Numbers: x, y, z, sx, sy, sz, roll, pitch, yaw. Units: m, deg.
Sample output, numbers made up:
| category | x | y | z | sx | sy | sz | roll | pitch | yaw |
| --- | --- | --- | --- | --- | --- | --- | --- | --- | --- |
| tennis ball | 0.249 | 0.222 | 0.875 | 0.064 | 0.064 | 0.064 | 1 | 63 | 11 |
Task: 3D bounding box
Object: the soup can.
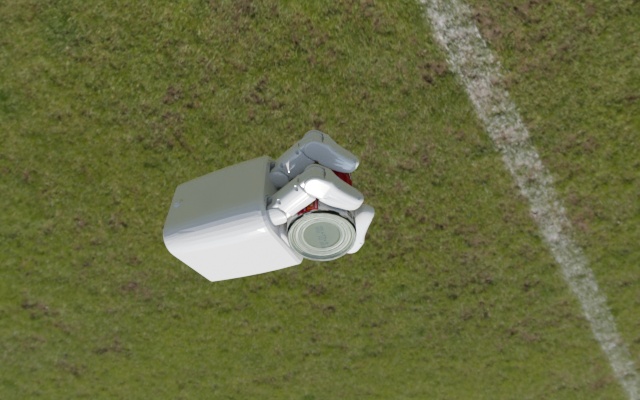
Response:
| category | x | y | z | sx | sy | sz | roll | pitch | yaw |
| --- | --- | --- | --- | --- | --- | --- | --- | --- | --- |
| soup can | 0.001 | 0.002 | 0.483 | 0.068 | 0.069 | 0.102 | 0 | 42 | -1 |
